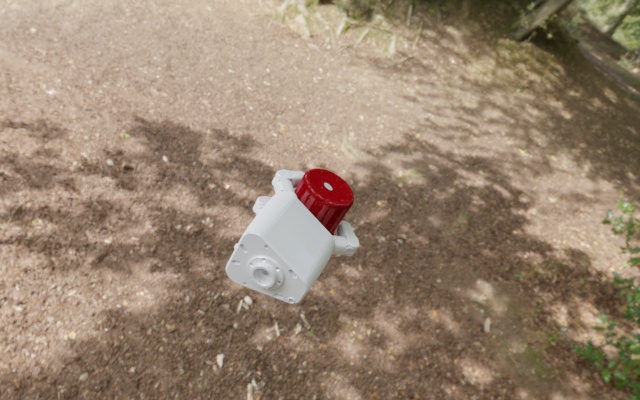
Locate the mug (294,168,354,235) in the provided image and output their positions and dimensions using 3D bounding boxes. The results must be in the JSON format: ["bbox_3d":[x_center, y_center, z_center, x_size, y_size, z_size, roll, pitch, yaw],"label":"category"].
[{"bbox_3d":[0.001,0.002,0.710,0.093,0.081,0.117,33,34,1],"label":"mug"}]
